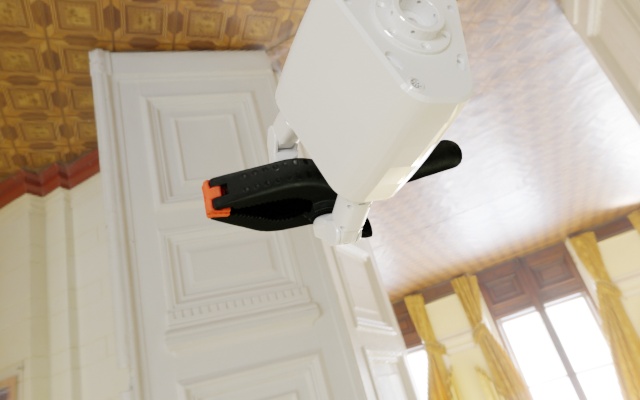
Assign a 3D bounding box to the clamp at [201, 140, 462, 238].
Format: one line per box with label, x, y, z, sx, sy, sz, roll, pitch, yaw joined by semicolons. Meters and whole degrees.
clamp;0.000;0.002;0.425;0.210;0.036;0.165;-5;-27;-23
